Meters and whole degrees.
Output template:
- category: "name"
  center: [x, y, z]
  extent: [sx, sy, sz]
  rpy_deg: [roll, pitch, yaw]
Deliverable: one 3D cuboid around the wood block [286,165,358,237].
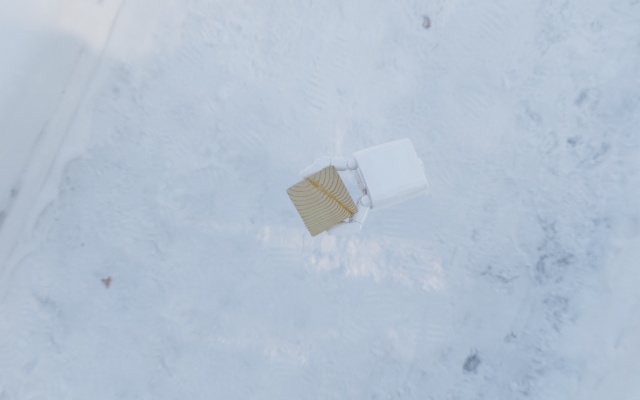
- category: "wood block"
  center: [0.000, 0.002, 0.872]
  extent: [0.090, 0.091, 0.206]
  rpy_deg: [-29, -1, -2]
